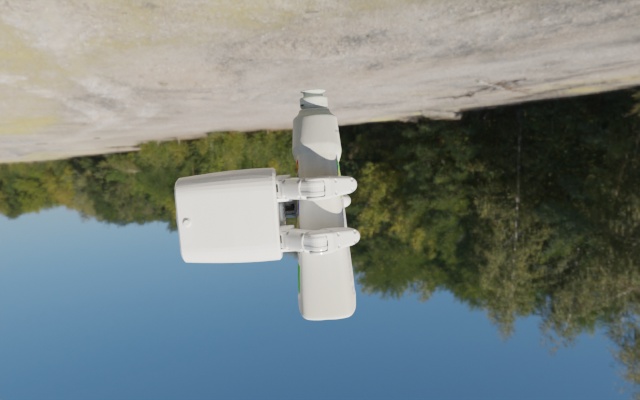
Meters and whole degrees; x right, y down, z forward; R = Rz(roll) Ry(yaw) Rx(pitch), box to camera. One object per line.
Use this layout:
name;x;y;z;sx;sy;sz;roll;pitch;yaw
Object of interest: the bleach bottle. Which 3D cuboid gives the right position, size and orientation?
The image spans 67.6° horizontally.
bleach bottle;0.000;0.002;0.551;0.068;0.251;0.102;-4;6;0
